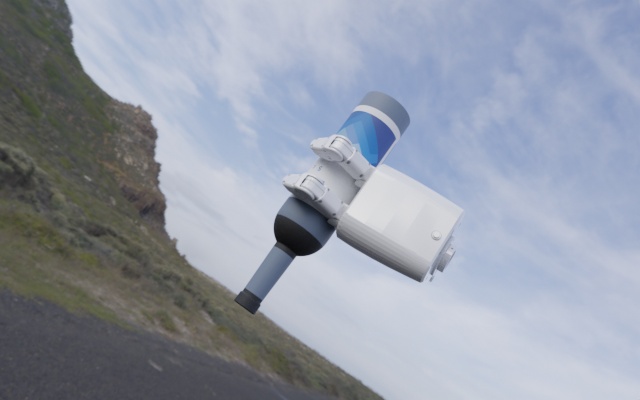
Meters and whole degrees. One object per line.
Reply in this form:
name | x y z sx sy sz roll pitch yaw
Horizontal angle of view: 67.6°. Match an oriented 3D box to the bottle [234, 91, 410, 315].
bottle | 0.000 0.002 0.558 0.069 0.295 0.069 33 -16 10
